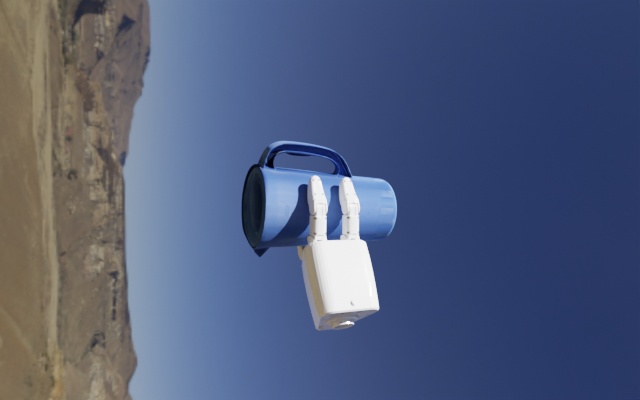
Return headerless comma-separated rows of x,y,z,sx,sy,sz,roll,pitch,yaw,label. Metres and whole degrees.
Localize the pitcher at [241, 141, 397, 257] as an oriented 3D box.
0.000,0.003,0.784,0.243,0.145,0.149,1,-30,-24,pitcher
